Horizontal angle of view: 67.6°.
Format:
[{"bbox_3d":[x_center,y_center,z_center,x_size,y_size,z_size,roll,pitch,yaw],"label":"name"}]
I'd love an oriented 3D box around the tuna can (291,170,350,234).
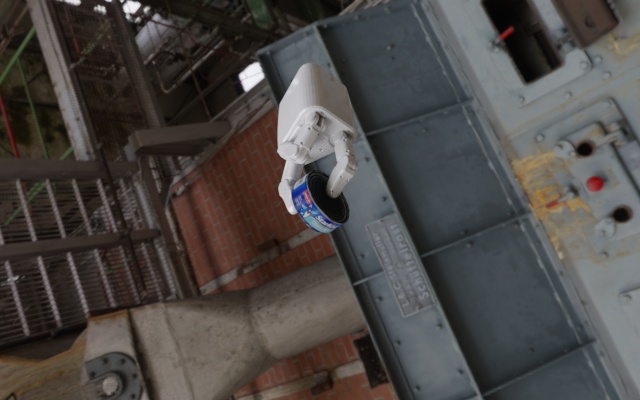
[{"bbox_3d":[0.000,0.003,0.661,0.034,0.086,0.086,-34,-18,28],"label":"tuna can"}]
